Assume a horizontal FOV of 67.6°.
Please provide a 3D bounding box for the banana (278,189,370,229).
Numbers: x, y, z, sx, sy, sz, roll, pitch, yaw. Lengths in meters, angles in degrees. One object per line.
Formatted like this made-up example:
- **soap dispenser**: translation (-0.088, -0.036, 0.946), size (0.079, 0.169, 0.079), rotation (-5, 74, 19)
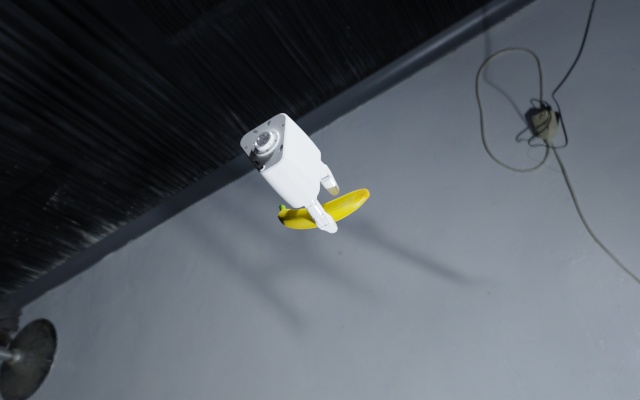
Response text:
- **banana**: translation (-0.006, 0.019, 0.870), size (0.198, 0.069, 0.037), rotation (-9, -39, 29)
